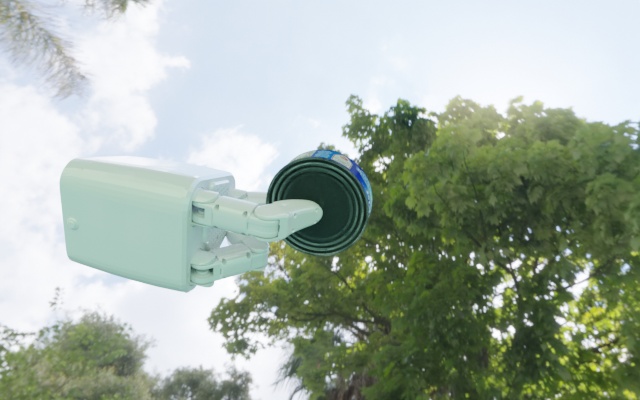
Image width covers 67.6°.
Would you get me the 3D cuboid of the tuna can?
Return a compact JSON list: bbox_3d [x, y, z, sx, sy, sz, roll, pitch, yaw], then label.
[{"bbox_3d":[0.000,0.001,0.401,0.086,0.086,0.033,0,20,14],"label":"tuna can"}]
